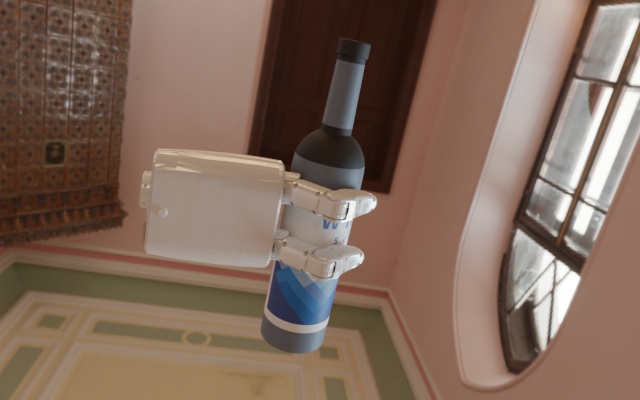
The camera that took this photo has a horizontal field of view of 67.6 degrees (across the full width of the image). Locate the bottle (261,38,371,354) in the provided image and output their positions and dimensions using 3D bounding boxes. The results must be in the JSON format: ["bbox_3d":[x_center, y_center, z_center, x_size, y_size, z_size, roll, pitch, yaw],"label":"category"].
[{"bbox_3d":[0.000,0.002,0.451,0.069,0.296,0.069,11,18,-4],"label":"bottle"}]
